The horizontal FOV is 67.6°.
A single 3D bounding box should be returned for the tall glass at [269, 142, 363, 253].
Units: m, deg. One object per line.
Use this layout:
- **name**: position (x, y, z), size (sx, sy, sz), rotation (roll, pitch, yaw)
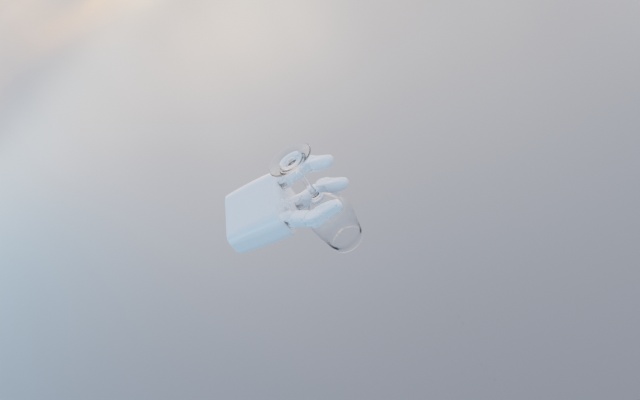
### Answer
- **tall glass**: position (0.000, 0.002, 0.787), size (0.079, 0.079, 0.201), rotation (0, -41, 40)
